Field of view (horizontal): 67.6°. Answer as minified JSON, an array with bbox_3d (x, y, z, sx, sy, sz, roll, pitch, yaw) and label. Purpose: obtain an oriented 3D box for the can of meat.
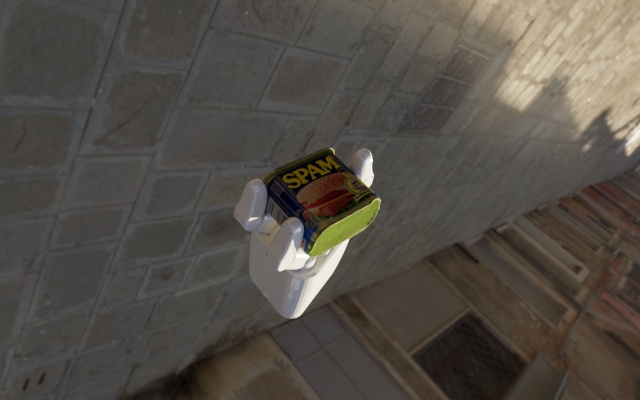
[{"bbox_3d":[0.000,0.002,0.495,0.102,0.084,0.057,-27,-29,-35],"label":"can of meat"}]
